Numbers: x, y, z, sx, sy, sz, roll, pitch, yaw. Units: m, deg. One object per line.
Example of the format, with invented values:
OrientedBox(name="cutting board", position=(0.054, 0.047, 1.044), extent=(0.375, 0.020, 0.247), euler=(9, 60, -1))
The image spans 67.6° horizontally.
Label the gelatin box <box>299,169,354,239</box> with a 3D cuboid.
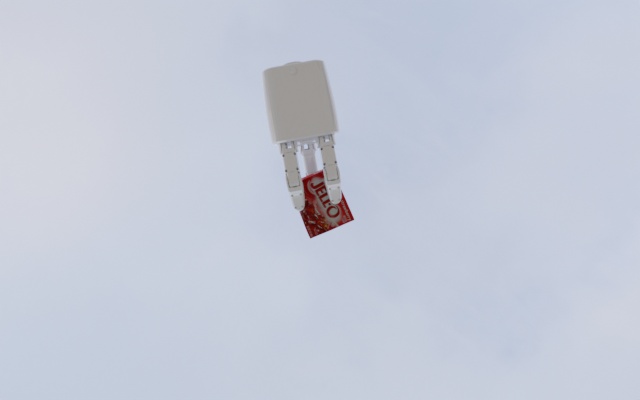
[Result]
OrientedBox(name="gelatin box", position=(0.000, 0.003, 0.719), extent=(0.073, 0.089, 0.030), euler=(-23, 8, 0))
